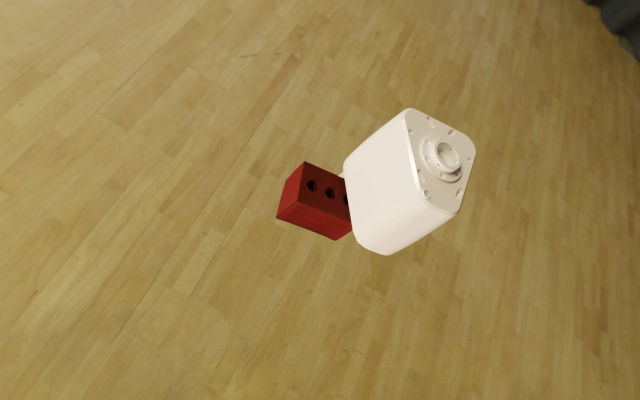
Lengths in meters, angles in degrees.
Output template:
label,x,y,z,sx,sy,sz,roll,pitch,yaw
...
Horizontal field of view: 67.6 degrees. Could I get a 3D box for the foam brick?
label,x,y,z,sx,sy,sz,roll,pitch,yaw
foam brick,0.000,0.002,0.525,0.078,0.053,0.051,22,-32,-20
